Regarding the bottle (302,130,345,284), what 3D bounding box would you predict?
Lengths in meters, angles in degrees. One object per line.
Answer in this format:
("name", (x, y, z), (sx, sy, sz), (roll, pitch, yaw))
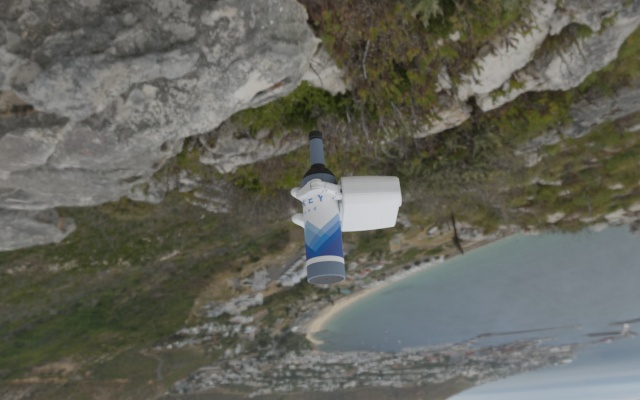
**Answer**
("bottle", (0.000, 0.003, 0.886), (0.069, 0.295, 0.069), (-4, -23, -2))
